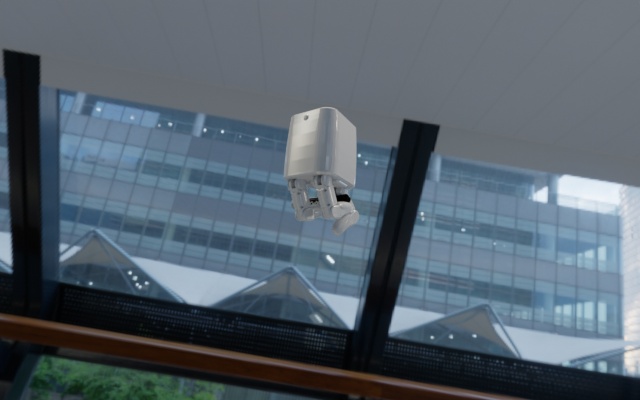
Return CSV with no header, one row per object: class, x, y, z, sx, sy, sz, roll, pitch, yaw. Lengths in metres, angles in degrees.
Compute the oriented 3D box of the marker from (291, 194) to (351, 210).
marker,0.000,0.003,0.793,0.121,0.020,0.020,-6,-4,41
